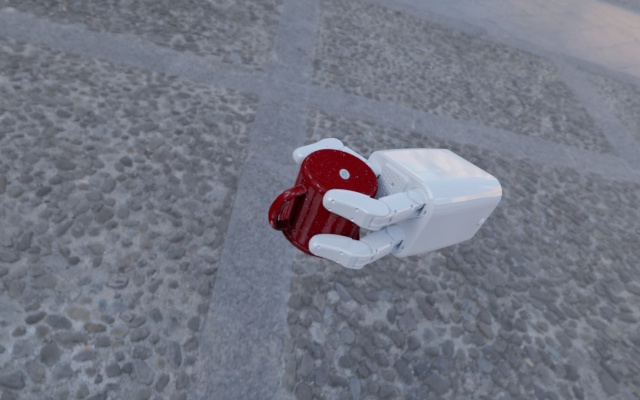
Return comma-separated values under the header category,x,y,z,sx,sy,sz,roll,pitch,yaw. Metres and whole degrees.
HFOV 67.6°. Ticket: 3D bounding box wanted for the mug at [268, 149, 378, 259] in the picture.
category,x,y,z,sx,sy,sz,roll,pitch,yaw
mug,-0.001,0.002,0.494,0.117,0.082,0.093,-8,48,-31
